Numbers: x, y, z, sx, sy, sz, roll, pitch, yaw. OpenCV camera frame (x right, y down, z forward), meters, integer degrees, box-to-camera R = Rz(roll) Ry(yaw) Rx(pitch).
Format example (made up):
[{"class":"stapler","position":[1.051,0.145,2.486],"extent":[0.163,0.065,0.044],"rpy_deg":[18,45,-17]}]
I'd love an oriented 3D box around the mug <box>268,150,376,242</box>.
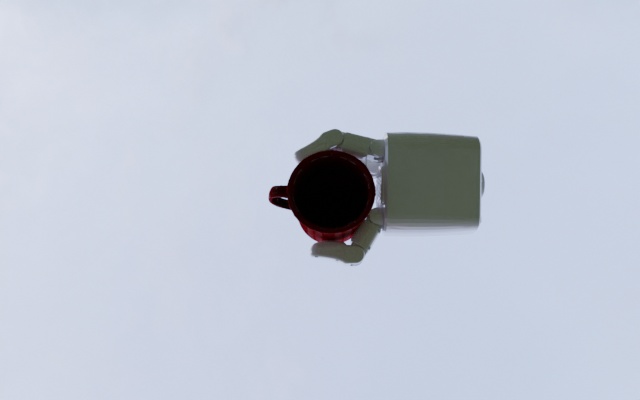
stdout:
[{"class":"mug","position":[-0.001,0.002,0.536],"extent":[0.117,0.093,0.081],"rpy_deg":[2,-18,2]}]
